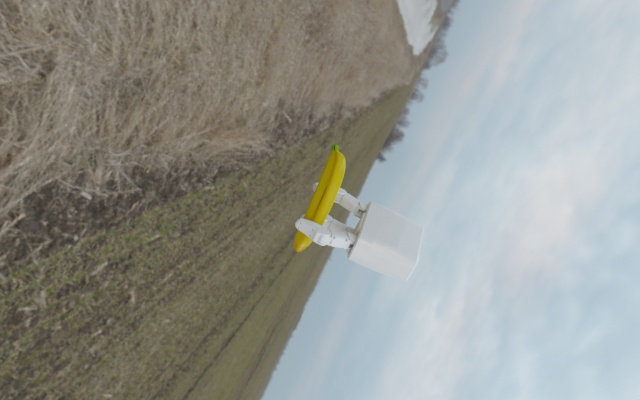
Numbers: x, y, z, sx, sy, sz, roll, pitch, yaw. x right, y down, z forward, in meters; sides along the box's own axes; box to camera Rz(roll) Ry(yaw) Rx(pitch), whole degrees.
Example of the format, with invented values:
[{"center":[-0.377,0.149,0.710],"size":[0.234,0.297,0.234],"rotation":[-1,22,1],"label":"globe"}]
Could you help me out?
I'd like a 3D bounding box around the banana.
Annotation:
[{"center":[0.002,0.000,0.802],"size":[0.037,0.198,0.069],"rotation":[23,2,-3],"label":"banana"}]
